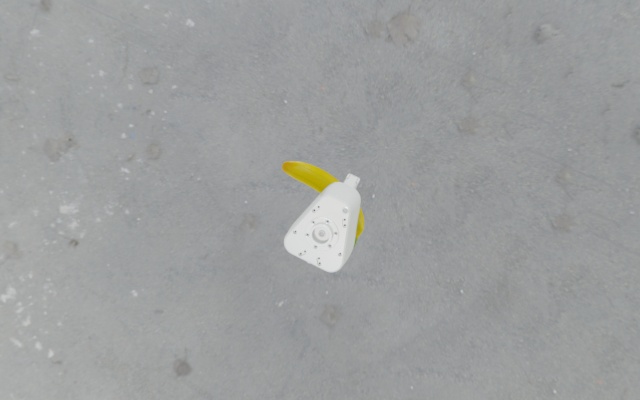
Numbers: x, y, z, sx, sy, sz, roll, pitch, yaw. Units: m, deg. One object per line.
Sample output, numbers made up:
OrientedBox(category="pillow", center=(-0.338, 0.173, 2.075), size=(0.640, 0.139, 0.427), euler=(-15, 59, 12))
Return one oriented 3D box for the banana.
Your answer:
OrientedBox(category="banana", center=(0.016, -0.006, 0.838), size=(0.070, 0.198, 0.037), euler=(-39, 3, 19))
